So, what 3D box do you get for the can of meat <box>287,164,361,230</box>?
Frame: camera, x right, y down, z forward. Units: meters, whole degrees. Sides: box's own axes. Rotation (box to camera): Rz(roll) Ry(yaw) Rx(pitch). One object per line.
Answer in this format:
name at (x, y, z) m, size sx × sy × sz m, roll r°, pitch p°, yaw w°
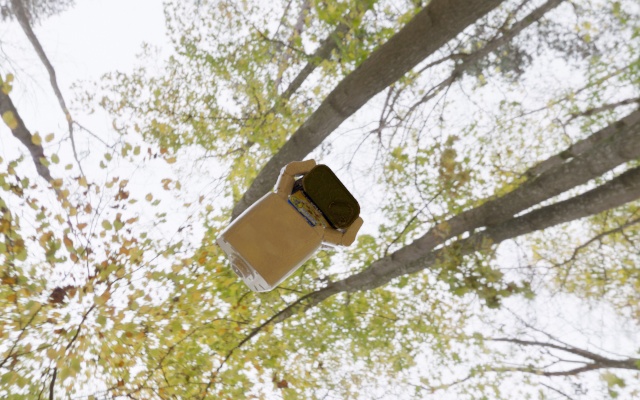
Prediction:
can of meat at (0.000, 0.002, 0.744) m, size 0.057 × 0.102 × 0.084 m, roll -45°, pitch 9°, yaw -28°
